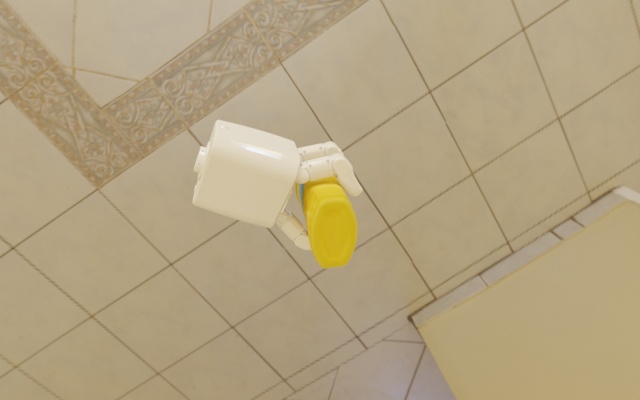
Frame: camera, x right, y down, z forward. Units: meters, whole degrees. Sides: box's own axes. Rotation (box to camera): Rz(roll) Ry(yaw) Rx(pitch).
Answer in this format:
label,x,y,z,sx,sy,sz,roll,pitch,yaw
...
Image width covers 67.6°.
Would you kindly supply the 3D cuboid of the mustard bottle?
label,x,y,z,sx,sy,sz,roll,pitch,yaw
mustard bottle,0.000,0.002,0.637,0.058,0.096,0.191,-7,25,-7
